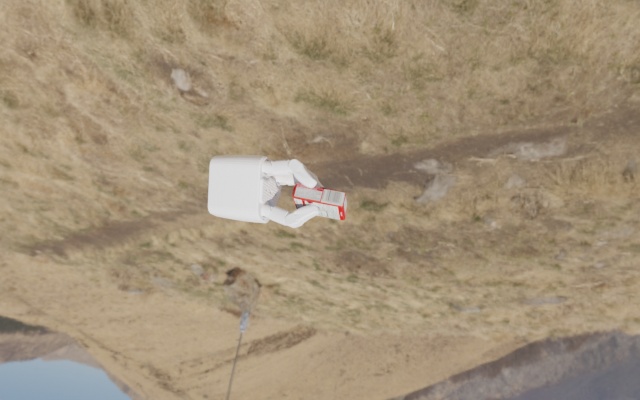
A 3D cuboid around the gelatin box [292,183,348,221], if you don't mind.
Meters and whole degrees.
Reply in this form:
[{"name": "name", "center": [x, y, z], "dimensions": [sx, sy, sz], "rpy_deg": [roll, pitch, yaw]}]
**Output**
[{"name": "gelatin box", "center": [0.000, 0.003, 0.820], "dimensions": [0.089, 0.030, 0.073], "rpy_deg": [11, -20, 10]}]
